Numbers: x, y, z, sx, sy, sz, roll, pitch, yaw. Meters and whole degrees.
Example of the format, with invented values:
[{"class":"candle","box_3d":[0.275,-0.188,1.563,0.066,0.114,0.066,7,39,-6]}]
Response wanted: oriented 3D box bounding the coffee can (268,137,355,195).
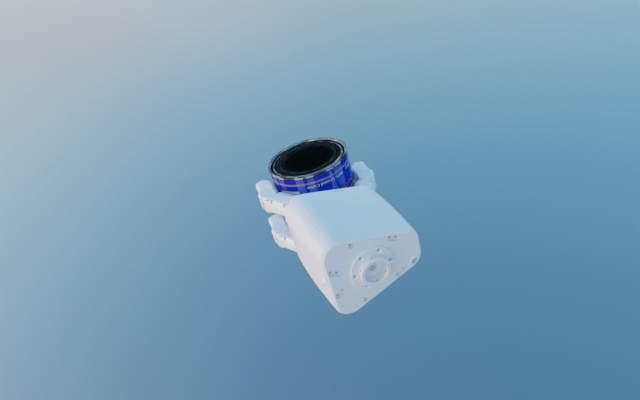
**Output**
[{"class":"coffee can","box_3d":[0.000,0.002,0.634,0.103,0.140,0.102,-12,31,8]}]
